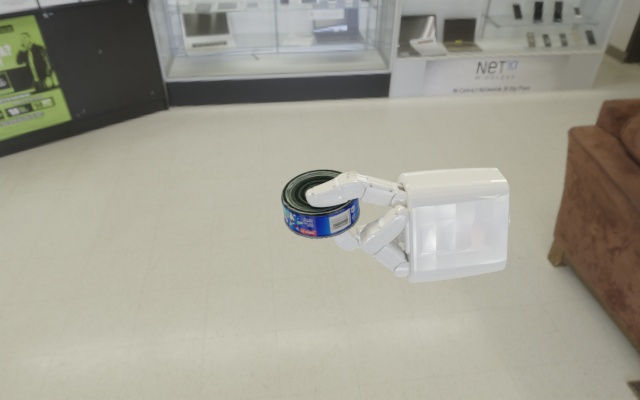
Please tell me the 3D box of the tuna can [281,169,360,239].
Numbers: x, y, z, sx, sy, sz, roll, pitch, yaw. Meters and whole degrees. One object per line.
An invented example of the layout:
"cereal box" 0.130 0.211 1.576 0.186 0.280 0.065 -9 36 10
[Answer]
"tuna can" 0.000 0.001 0.526 0.086 0.034 0.086 -5 37 3
